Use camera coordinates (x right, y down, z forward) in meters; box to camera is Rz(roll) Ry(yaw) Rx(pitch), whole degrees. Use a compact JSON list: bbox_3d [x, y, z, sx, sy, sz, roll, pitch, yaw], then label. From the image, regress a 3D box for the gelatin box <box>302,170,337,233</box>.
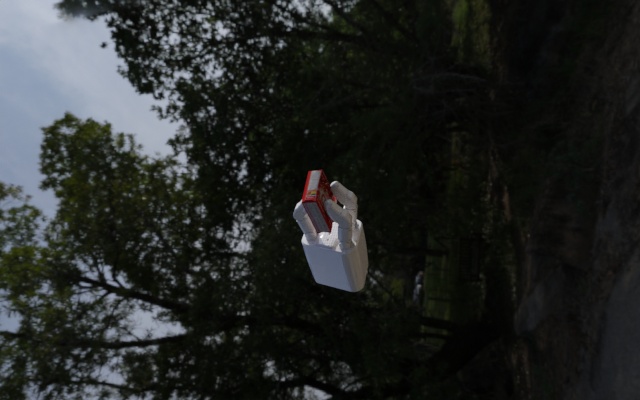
[{"bbox_3d":[0.000,0.003,0.835,0.030,0.073,0.089,-5,-42,20],"label":"gelatin box"}]
